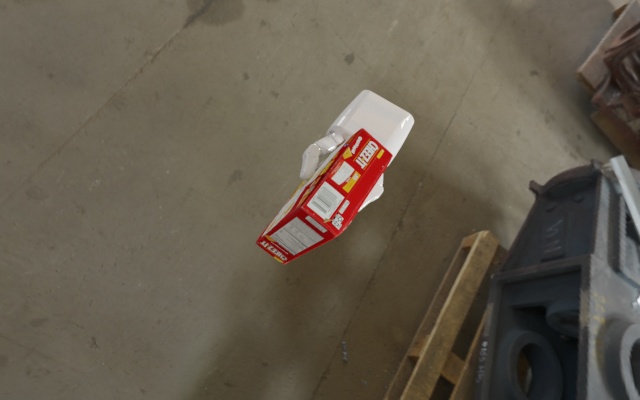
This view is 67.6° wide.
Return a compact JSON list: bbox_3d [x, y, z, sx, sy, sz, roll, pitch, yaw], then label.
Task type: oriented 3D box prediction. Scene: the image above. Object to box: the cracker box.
[{"bbox_3d":[0.000,0.002,0.738,0.072,0.164,0.214,40,-29,-7],"label":"cracker box"}]
